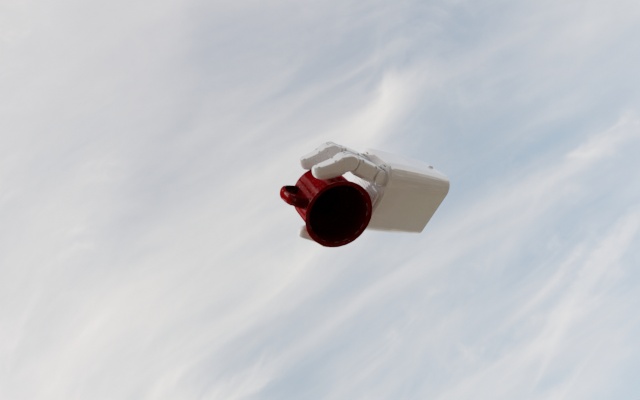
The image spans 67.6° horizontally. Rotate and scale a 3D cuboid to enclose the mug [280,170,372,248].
[{"bbox_3d":[-0.001,0.002,0.638,0.117,0.093,0.081,10,18,-25],"label":"mug"}]
